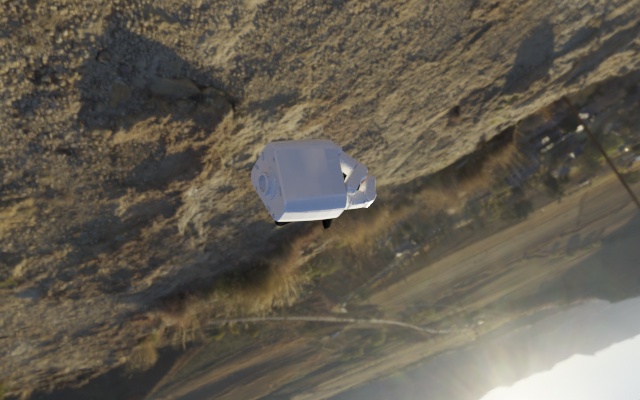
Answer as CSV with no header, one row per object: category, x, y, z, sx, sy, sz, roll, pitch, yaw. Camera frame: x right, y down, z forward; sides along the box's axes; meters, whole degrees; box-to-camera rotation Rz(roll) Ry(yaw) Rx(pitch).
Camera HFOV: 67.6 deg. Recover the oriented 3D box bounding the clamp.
clamp,0.000,0.003,0.805,0.120,0.039,0.171,-5,-30,-34
